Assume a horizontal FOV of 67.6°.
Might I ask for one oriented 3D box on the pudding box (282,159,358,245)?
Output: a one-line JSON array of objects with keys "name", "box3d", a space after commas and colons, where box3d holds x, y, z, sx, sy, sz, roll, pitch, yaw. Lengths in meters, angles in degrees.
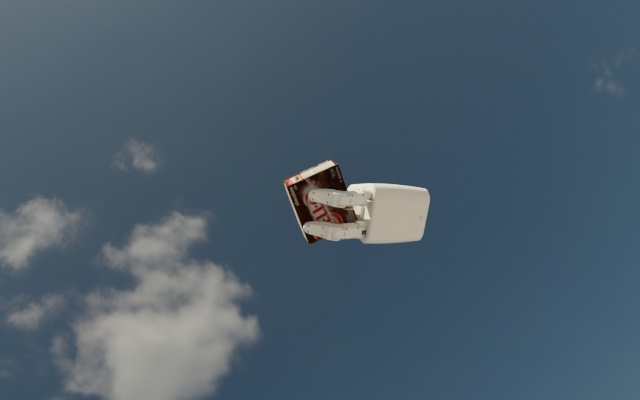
[{"name": "pudding box", "box3d": [0.000, 0.002, 0.767, 0.090, 0.113, 0.039, -25, 23, -9]}]
